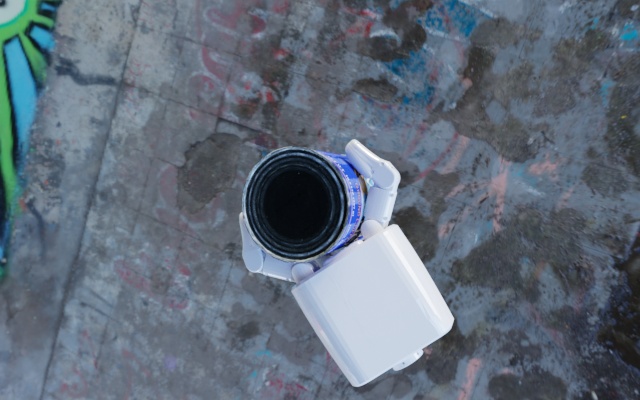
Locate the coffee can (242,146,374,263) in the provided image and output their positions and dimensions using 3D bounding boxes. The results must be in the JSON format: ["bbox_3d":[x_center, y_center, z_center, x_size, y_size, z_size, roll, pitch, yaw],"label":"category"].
[{"bbox_3d":[0.000,0.001,0.479,0.103,0.103,0.140,0,2,20],"label":"coffee can"}]
